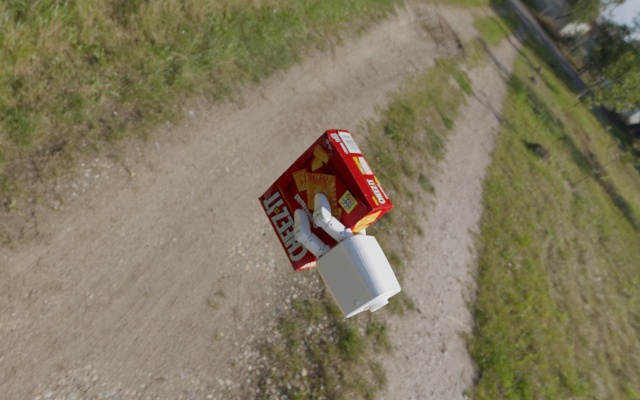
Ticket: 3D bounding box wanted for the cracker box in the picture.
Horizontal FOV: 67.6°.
[{"bbox_3d":[0.000,0.003,0.846,0.072,0.164,0.214,-6,-28,-50],"label":"cracker box"}]
